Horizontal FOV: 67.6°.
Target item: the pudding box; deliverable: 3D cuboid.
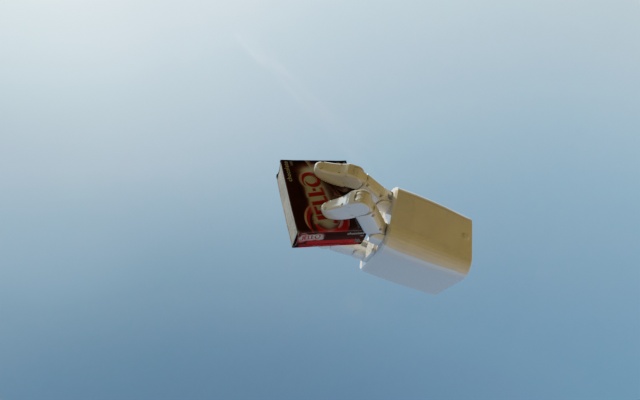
[{"bbox_3d":[0.000,0.002,0.581,0.090,0.113,0.039,-1,-40,-21],"label":"pudding box"}]
